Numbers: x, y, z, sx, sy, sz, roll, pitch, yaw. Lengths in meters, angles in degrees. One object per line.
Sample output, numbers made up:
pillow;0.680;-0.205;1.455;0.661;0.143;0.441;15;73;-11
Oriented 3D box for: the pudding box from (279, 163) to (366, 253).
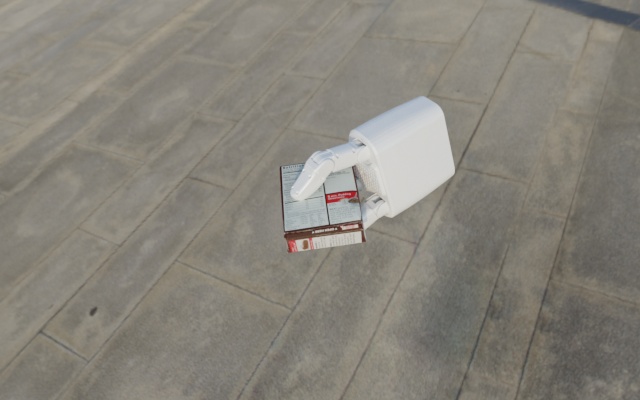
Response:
pudding box;0.000;0.002;0.552;0.090;0.039;0.113;-9;45;2
